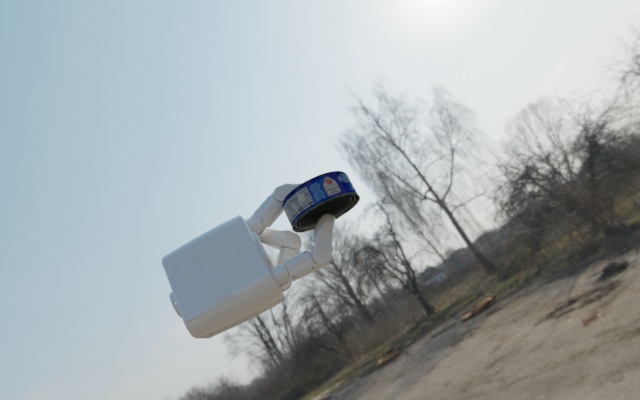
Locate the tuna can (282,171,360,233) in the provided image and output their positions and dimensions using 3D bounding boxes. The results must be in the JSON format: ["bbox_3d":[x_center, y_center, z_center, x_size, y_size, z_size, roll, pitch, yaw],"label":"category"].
[{"bbox_3d":[0.000,0.001,0.551,0.086,0.033,0.086,-24,-17,-8],"label":"tuna can"}]
